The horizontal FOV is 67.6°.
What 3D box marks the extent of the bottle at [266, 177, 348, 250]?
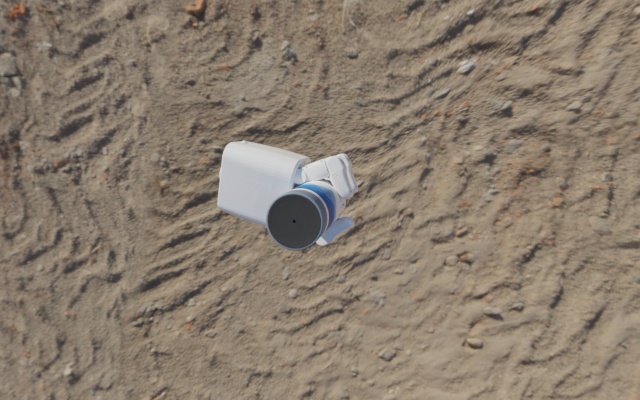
[{"bbox_3d":[0.000,0.002,0.673,0.069,0.069,0.295,0,8,12],"label":"bottle"}]
